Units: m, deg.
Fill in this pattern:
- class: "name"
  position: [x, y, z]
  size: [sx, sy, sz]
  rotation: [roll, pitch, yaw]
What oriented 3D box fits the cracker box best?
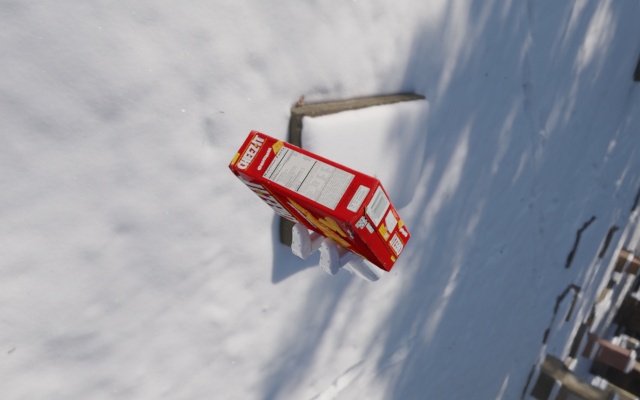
- class: "cracker box"
  position: [0.000, 0.002, 0.652]
  size: [0.213, 0.072, 0.164]
  rotation: [24, -15, 33]
